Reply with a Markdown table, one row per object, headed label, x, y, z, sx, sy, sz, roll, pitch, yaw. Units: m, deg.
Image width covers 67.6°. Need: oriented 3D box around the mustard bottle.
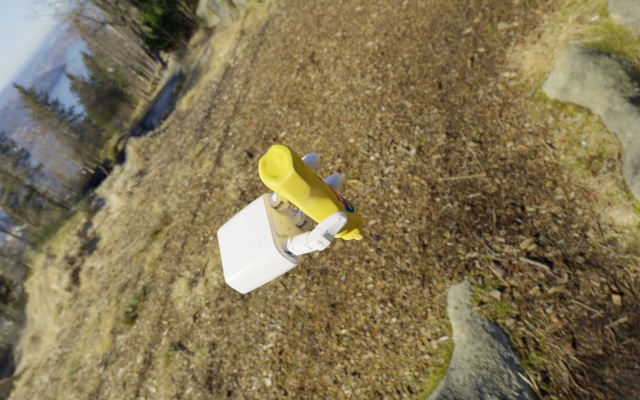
| label | x | y | z | sx | sy | sz | roll | pitch | yaw |
| --- | --- | --- | --- | --- | --- | --- | --- | --- | --- |
| mustard bottle | 0.000 | 0.002 | 0.679 | 0.192 | 0.058 | 0.096 | 40 | 4 | -34 |
